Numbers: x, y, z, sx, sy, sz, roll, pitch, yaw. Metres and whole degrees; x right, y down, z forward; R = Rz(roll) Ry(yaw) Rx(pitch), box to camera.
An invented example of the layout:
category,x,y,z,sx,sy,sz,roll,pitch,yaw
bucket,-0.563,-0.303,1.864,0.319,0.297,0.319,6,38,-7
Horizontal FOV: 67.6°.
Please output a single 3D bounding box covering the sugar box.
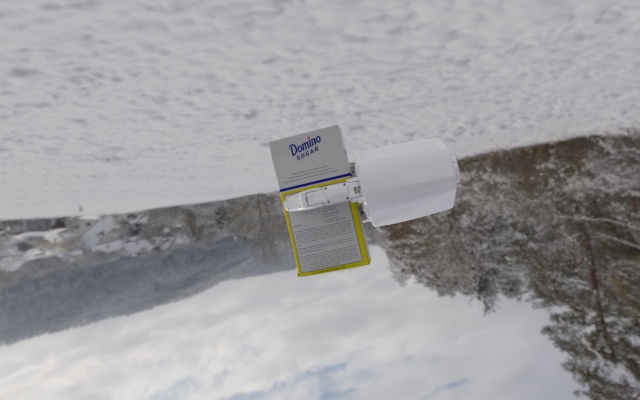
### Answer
category,x,y,z,sx,sy,sz,roll,pitch,yaw
sugar box,0.000,0.002,0.605,0.093,0.176,0.048,-12,-3,9
